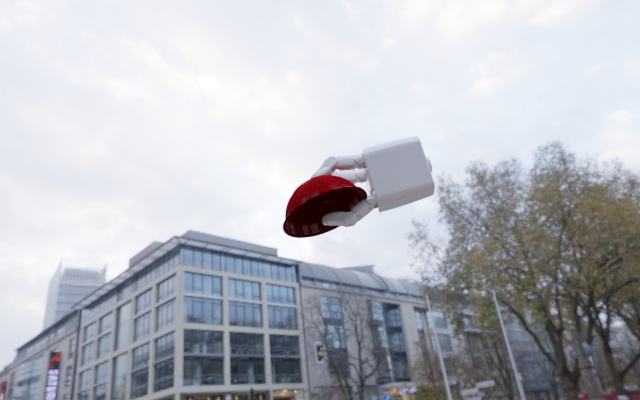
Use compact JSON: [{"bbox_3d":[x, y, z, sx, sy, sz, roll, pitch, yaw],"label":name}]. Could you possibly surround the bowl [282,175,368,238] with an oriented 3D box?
[{"bbox_3d":[-0.001,0.003,0.849,0.162,0.055,0.162,-20,-26,-10],"label":"bowl"}]
